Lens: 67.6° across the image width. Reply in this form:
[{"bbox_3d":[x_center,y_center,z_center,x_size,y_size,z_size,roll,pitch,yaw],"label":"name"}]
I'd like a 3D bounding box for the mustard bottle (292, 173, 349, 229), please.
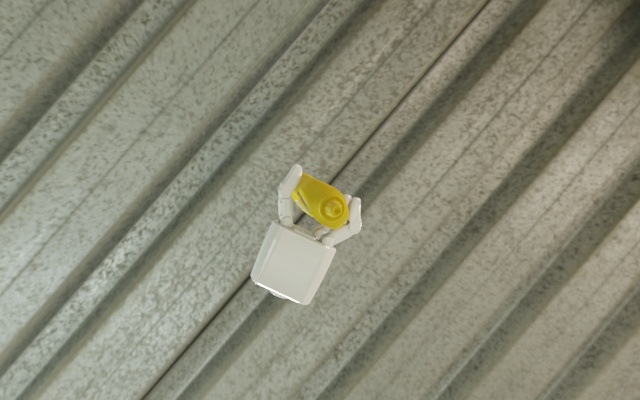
[{"bbox_3d":[0.000,0.002,0.798,0.058,0.096,0.191,-41,15,-5],"label":"mustard bottle"}]
